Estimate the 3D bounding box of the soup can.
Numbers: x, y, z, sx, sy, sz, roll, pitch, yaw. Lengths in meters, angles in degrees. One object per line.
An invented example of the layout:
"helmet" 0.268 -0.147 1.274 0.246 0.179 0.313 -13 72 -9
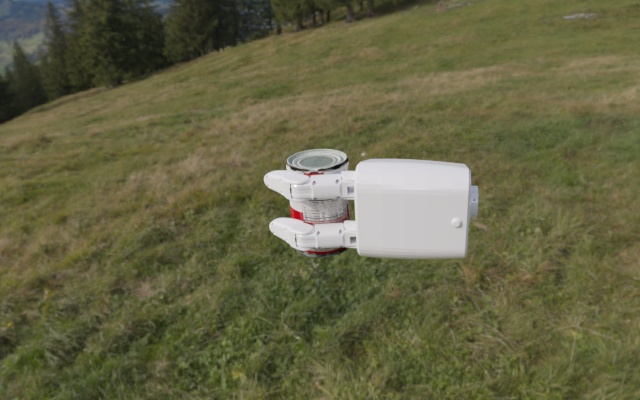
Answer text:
"soup can" 0.000 0.001 0.525 0.068 0.102 0.068 -4 24 2
